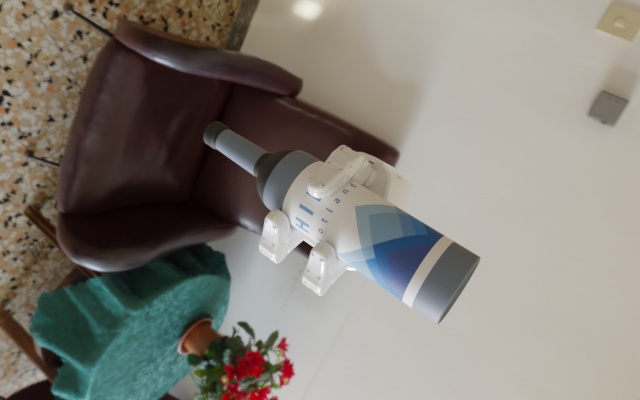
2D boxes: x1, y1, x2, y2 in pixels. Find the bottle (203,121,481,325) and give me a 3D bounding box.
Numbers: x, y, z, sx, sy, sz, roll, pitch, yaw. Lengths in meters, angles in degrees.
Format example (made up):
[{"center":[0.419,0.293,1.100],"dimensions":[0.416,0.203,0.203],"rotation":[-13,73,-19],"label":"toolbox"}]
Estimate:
[{"center":[0.000,0.002,0.449],"dimensions":[0.295,0.069,0.069],"rotation":[33,14,23],"label":"bottle"}]
